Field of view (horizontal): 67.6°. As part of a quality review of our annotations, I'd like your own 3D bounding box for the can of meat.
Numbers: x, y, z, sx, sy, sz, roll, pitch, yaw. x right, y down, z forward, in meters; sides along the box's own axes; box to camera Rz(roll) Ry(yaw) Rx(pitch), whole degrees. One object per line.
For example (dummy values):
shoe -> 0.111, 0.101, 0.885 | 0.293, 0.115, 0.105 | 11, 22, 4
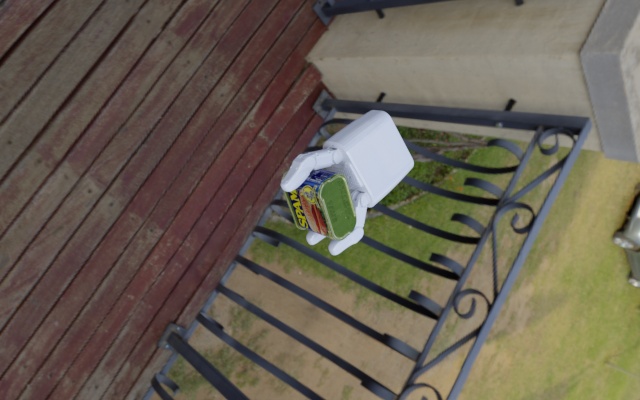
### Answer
can of meat -> 0.000, 0.002, 0.685 | 0.057, 0.102, 0.084 | -36, 33, -30
